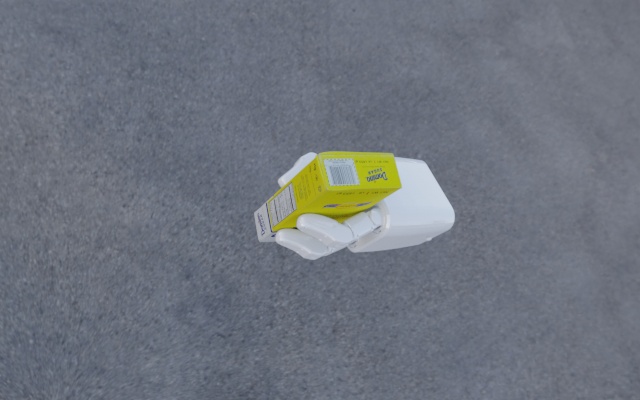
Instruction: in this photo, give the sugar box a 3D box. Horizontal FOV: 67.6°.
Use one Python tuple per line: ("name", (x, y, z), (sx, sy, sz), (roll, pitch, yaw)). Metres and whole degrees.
("sugar box", (0.000, 0.002, 0.536), (0.093, 0.048, 0.176), (-2, -22, -29))
